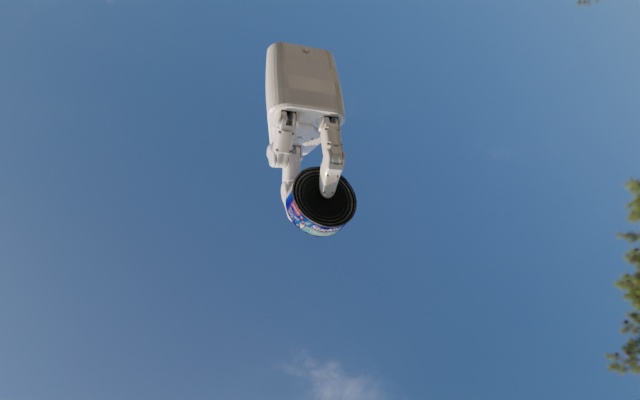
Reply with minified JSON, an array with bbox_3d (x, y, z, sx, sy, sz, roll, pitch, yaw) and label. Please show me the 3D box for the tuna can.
[{"bbox_3d":[0.000,0.002,0.600,0.086,0.086,0.034,0,-29,-25],"label":"tuna can"}]
